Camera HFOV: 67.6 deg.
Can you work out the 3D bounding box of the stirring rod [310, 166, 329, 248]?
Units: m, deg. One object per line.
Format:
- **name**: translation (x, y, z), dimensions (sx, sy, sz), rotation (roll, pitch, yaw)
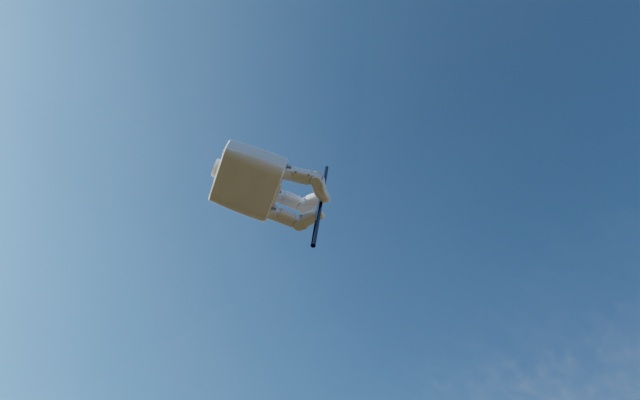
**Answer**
- **stirring rod**: translation (0.000, 0.003, 0.833), dimensions (0.011, 0.011, 0.239), rotation (0, 34, 7)
